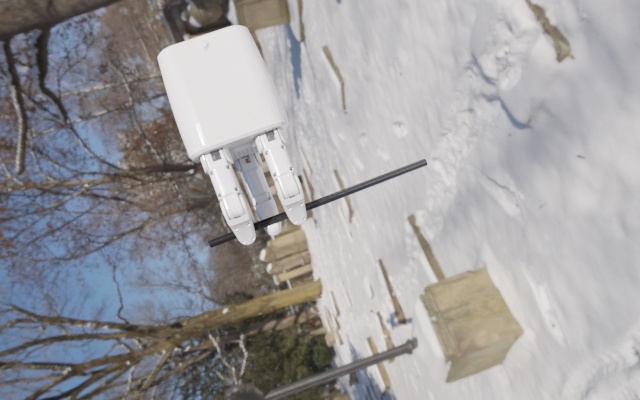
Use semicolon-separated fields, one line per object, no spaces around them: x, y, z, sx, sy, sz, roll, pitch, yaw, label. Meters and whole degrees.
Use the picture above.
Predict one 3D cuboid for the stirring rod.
0.000;0.002;0.494;0.239;0.011;0.011;-21;2;-6;stirring rod
